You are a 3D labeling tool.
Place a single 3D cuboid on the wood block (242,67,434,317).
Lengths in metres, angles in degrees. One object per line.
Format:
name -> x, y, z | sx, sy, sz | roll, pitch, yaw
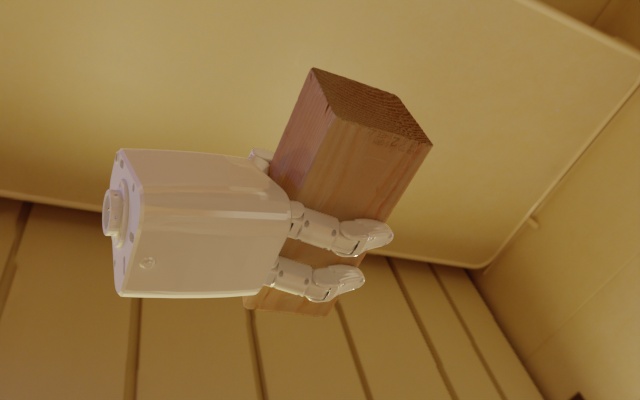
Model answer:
wood block -> 0.000, 0.001, 0.434 | 0.090, 0.206, 0.090 | 12, 34, -24
